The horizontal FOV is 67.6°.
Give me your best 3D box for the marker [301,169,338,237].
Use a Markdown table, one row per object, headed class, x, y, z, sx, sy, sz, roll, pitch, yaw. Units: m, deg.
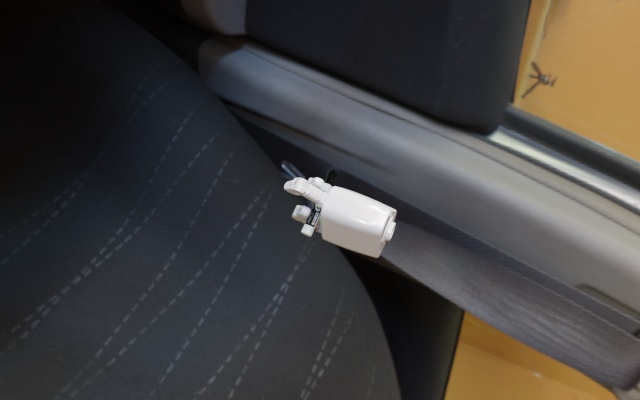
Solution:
| class | x | y | z | sx | sy | sz | roll | pitch | yaw |
| --- | --- | --- | --- | --- | --- | --- | --- | --- | --- |
| marker | 0.000 | 0.003 | 0.804 | 0.020 | 0.121 | 0.020 | 23 | -12 | 5 |
